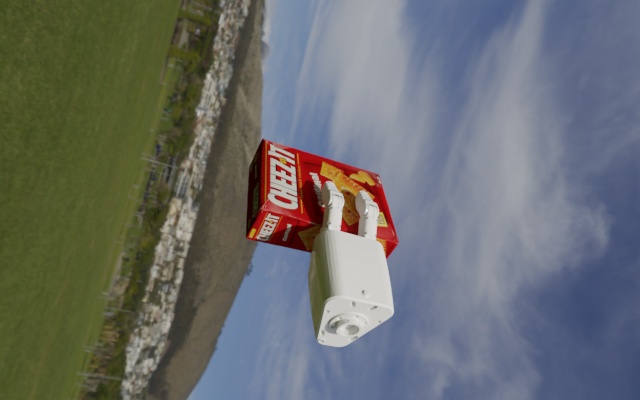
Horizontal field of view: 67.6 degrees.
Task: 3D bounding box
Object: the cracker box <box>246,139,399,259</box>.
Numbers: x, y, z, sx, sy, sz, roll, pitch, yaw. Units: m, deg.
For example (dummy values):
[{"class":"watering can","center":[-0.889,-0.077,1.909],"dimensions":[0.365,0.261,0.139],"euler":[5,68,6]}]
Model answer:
[{"class":"cracker box","center":[0.000,0.003,0.731],"dimensions":[0.214,0.072,0.164],"euler":[16,39,-19]}]
